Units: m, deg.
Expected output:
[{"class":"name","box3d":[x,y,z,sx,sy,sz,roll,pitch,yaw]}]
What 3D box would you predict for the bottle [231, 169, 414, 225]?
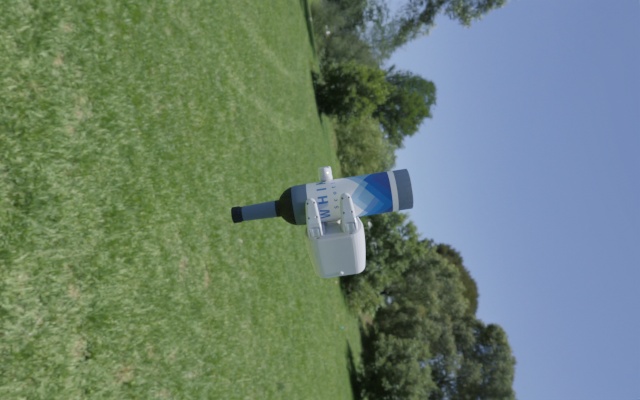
[{"class":"bottle","box3d":[0.000,0.002,0.787,0.296,0.069,0.069,-9,0,2]}]
